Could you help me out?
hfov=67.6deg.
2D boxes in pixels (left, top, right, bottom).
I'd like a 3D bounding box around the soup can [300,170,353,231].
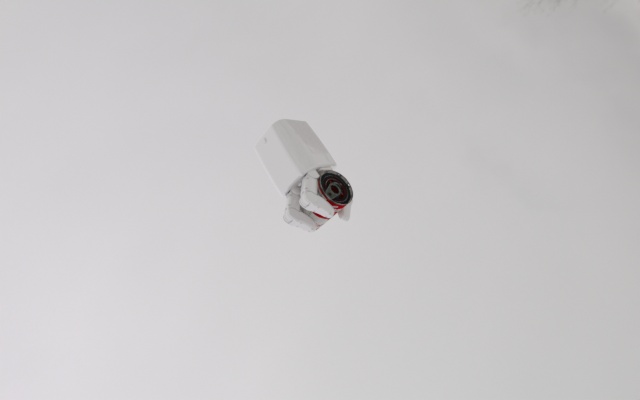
[{"bbox_3d":[0.000,0.003,0.834,0.068,0.068,0.102,0,-30,-39],"label":"soup can"}]
